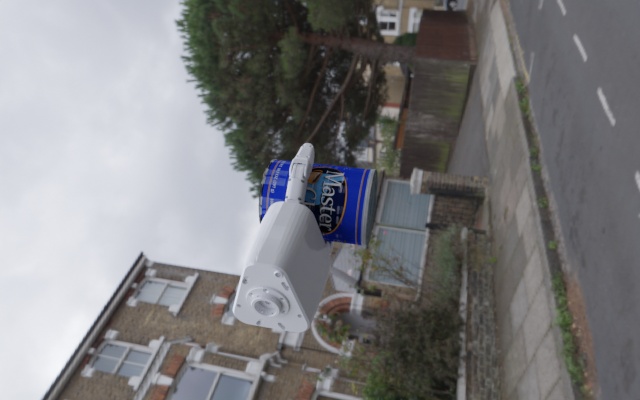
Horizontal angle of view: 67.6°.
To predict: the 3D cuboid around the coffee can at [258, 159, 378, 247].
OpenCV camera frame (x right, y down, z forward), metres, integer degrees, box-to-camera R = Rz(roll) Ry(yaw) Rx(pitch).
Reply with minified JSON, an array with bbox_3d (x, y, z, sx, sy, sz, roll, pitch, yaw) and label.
[{"bbox_3d":[0.000,0.002,0.640,0.140,0.103,0.103,7,1,11],"label":"coffee can"}]
